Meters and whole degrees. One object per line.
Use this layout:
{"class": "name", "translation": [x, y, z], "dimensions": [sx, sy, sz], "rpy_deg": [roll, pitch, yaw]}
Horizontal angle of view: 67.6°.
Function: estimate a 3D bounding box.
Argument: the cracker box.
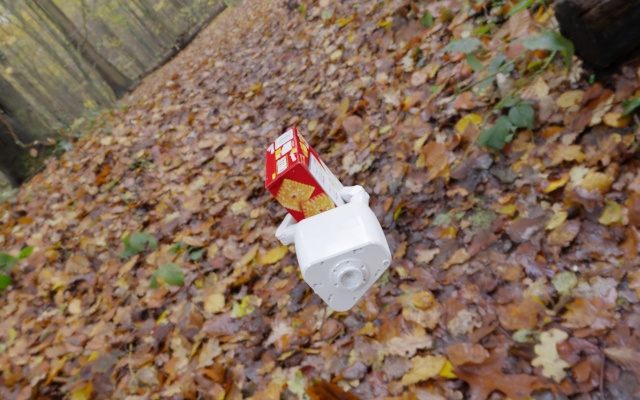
{"class": "cracker box", "translation": [0.000, 0.002, 0.772], "dimensions": [0.072, 0.214, 0.164], "rpy_deg": [-35, 25, 11]}
